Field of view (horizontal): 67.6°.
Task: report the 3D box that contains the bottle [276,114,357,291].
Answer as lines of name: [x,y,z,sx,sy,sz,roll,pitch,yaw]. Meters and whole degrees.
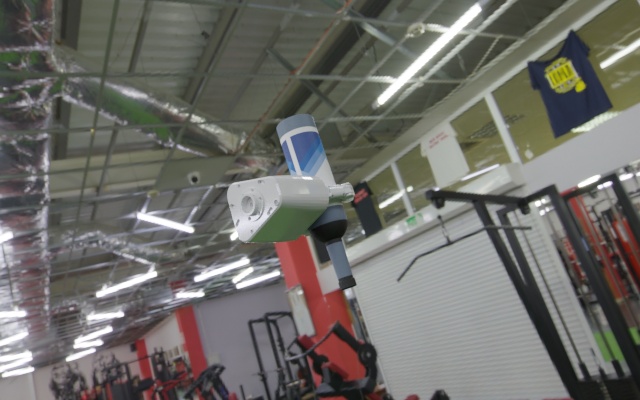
bottle: [0.000,0.002,0.789,0.069,0.295,0.069,-17,-14,-4]
